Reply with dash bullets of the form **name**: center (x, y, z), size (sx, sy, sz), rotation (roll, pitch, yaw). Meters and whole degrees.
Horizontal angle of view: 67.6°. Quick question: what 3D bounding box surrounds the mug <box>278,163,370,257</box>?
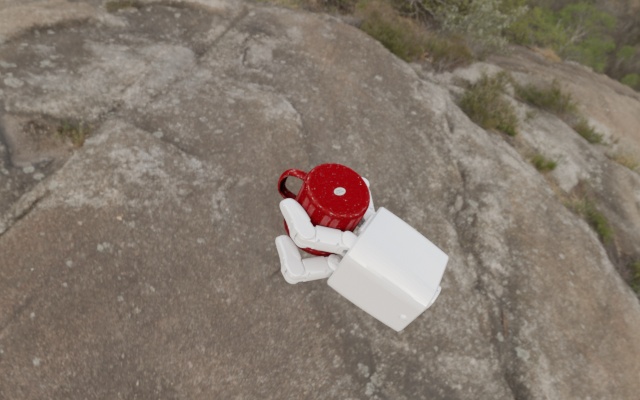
- **mug**: center (-0.001, 0.001, 0.582), size (0.117, 0.093, 0.081), rotation (35, -39, 6)
